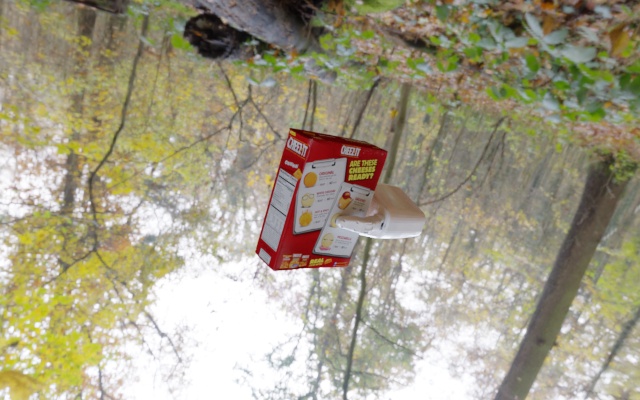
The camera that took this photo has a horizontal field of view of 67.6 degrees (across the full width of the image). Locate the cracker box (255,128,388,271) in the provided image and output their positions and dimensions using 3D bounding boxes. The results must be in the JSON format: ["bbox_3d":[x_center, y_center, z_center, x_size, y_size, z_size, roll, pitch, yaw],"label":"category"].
[{"bbox_3d":[0.000,0.003,0.769,0.164,0.214,0.072,3,20,-41],"label":"cracker box"}]
